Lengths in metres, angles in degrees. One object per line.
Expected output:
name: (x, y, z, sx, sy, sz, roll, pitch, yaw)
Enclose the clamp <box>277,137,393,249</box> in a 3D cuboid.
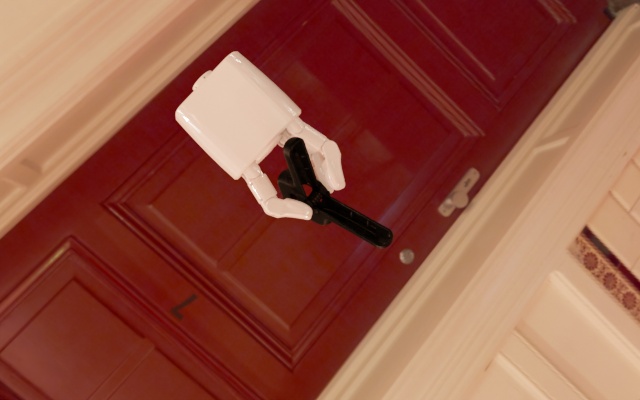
clamp: (-0.001, 0.002, 0.607, 0.164, 0.036, 0.210, 44, -15, -6)
